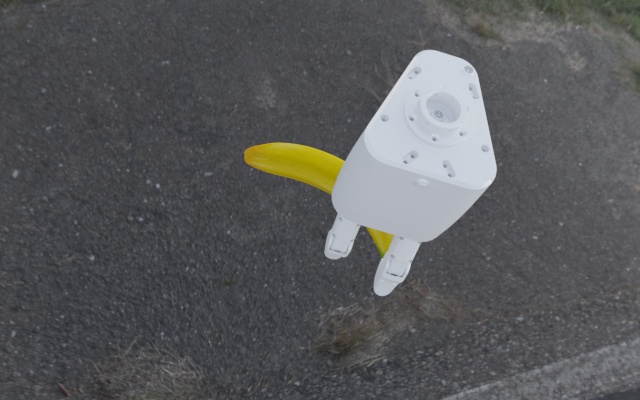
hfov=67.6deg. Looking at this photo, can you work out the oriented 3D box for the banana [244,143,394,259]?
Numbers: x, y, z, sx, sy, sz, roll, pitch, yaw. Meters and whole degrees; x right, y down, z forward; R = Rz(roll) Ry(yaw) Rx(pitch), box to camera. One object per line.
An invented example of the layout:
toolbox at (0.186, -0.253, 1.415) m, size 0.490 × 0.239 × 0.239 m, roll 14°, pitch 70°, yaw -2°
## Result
banana at (0.014, -0.009, 0.490) m, size 0.198 × 0.069 × 0.037 m, roll 39°, pitch -19°, yaw 7°
